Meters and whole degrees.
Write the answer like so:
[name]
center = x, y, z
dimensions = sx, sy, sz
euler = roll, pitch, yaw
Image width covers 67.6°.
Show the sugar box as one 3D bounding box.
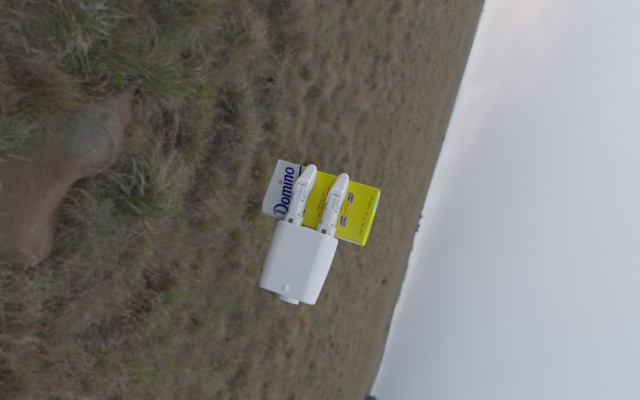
[sugar box]
center = 0.000, 0.003, 0.772
dimensions = 0.176, 0.093, 0.048
euler = 17, -7, 11
